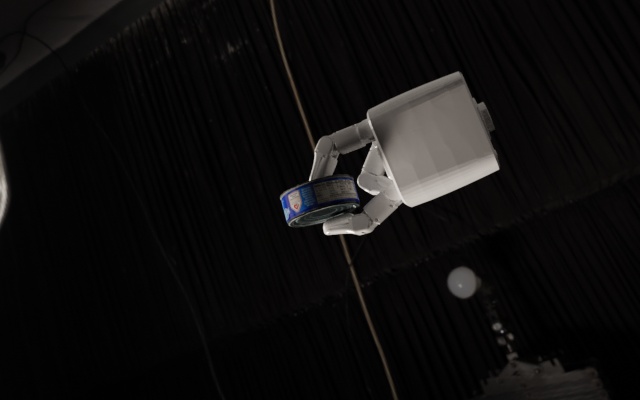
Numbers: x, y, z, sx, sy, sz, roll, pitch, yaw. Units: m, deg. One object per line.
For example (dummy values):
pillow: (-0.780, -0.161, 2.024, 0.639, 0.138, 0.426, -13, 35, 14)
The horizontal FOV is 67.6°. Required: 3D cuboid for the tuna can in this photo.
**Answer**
tuna can: (0.000, 0.002, 0.536, 0.086, 0.033, 0.086, -15, -12, -3)
